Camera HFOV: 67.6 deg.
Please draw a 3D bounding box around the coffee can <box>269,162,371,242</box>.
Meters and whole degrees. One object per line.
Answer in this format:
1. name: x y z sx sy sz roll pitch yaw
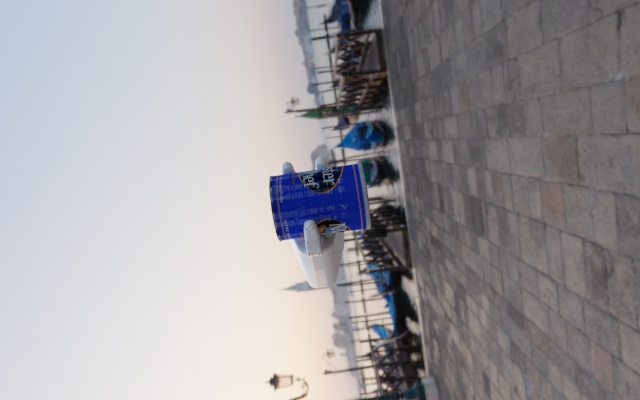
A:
1. coffee can: 0.000 0.002 0.729 0.140 0.103 0.103 -8 0 2
